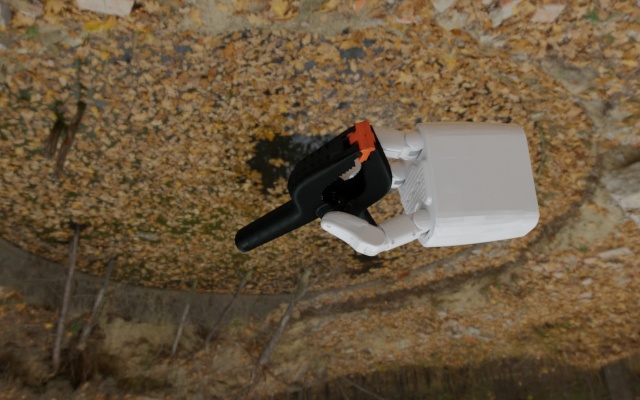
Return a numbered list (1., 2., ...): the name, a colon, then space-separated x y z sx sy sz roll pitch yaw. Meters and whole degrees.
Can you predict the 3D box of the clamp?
1. clamp: 0.000 0.002 0.452 0.164 0.036 0.210 -4 -28 -11
